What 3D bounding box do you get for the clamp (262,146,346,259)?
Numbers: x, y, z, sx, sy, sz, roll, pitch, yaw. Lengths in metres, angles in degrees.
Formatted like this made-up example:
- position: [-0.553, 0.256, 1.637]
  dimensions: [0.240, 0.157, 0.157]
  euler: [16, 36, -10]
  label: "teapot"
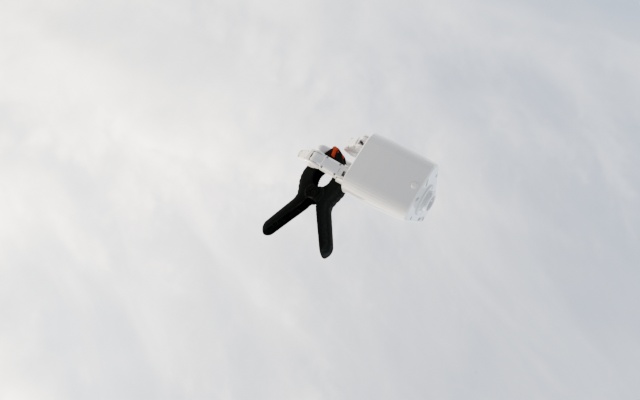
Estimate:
- position: [0.000, 0.002, 0.713]
  dimensions: [0.120, 0.171, 0.039]
  euler: [29, -8, 24]
  label: "clamp"
